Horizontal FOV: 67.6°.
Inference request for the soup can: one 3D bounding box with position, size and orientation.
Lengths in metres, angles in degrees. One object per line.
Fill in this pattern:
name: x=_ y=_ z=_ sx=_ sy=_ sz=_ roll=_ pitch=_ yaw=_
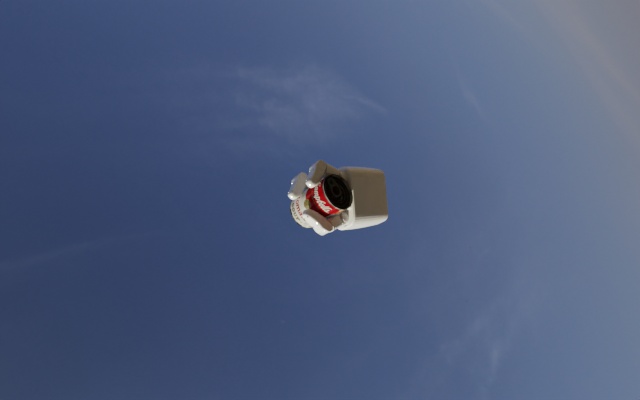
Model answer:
soup can: x=0.000 y=0.003 z=0.868 sx=0.068 sy=0.068 sz=0.102 roll=0 pitch=-21 yaw=-42
